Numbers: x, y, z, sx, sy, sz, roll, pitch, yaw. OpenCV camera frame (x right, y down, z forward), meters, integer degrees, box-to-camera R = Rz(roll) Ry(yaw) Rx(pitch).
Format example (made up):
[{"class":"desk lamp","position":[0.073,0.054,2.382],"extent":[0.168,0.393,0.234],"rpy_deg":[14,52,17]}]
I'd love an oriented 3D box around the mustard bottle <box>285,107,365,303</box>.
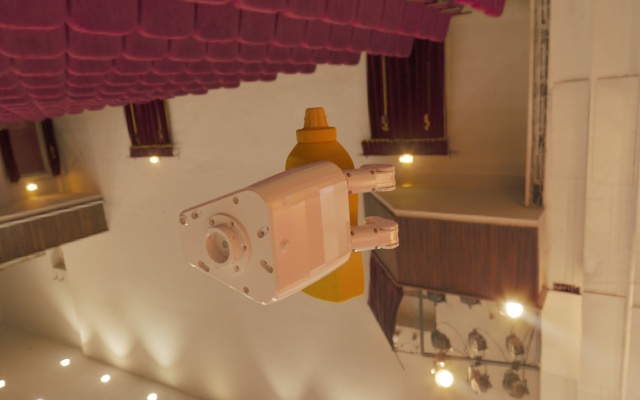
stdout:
[{"class":"mustard bottle","position":[0.000,0.002,0.493],"extent":[0.058,0.192,0.096],"rpy_deg":[-12,14,-31]}]
